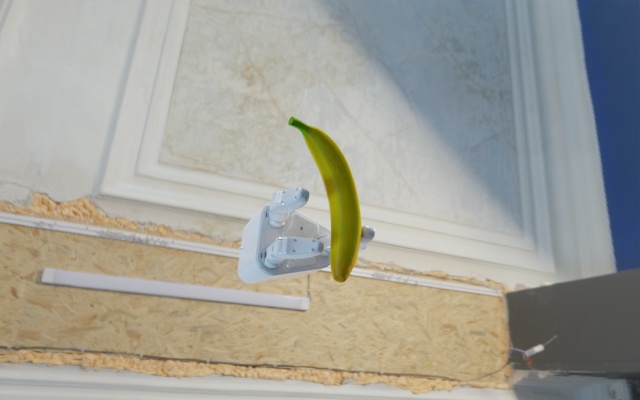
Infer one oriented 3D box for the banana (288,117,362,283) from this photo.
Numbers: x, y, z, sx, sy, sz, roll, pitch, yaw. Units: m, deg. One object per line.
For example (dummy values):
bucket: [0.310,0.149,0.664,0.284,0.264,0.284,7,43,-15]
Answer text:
banana: [0.015,-0.005,0.564,0.069,0.197,0.037,-13,-9,-31]
